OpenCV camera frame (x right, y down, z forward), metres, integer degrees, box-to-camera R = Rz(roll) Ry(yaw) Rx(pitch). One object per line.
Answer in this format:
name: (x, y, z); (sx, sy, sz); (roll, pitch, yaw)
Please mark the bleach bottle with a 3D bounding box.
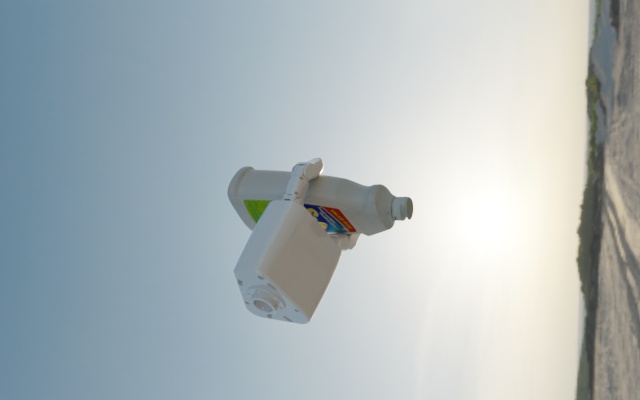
bleach bottle: (0.000, 0.002, 0.655); (0.251, 0.068, 0.103); (1, -44, 29)
